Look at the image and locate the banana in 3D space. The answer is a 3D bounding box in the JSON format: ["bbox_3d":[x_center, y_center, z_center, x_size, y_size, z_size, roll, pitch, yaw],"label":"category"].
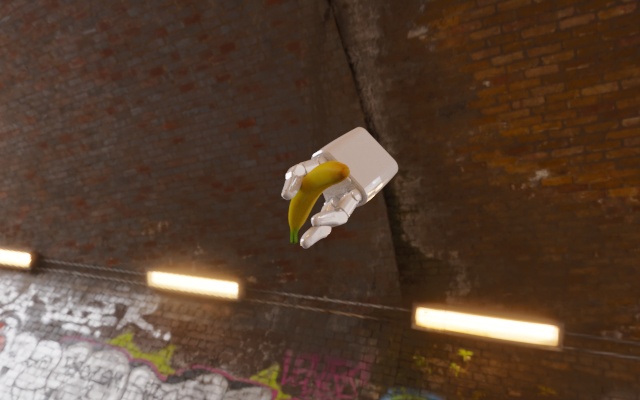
[{"bbox_3d":[-0.008,-0.011,0.738,0.037,0.069,0.198,-7,-31,-32],"label":"banana"}]
